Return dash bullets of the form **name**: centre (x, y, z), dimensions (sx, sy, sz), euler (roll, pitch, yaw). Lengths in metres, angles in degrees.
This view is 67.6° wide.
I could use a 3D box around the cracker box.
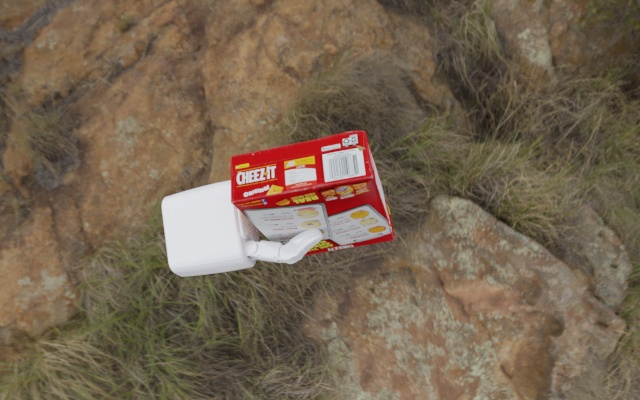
- **cracker box**: centre (0.000, 0.002, 0.622), dimensions (0.164, 0.072, 0.214), euler (-11, -25, 11)
